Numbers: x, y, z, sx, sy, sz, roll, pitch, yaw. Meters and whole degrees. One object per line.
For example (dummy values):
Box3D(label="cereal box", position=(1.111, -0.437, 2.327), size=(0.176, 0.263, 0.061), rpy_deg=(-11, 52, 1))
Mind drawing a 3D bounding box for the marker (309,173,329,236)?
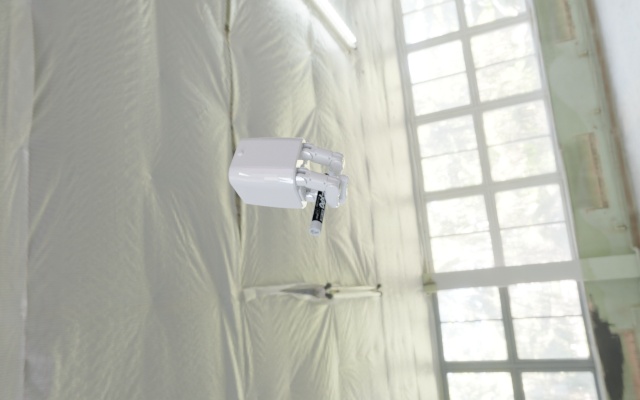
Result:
Box3D(label="marker", position=(0.000, 0.002, 0.753), size=(0.020, 0.121, 0.020), rpy_deg=(6, -40, 6))
